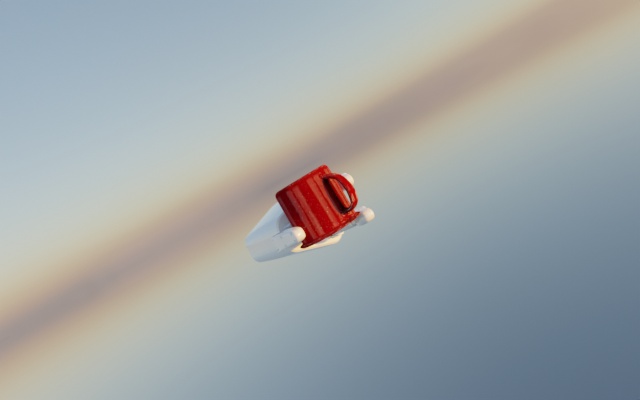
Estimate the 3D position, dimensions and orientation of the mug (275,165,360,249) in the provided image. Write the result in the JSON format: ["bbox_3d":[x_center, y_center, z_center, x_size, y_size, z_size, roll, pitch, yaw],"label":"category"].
[{"bbox_3d":[0.001,0.001,0.626,0.093,0.081,0.117,-34,4,-42],"label":"mug"}]
